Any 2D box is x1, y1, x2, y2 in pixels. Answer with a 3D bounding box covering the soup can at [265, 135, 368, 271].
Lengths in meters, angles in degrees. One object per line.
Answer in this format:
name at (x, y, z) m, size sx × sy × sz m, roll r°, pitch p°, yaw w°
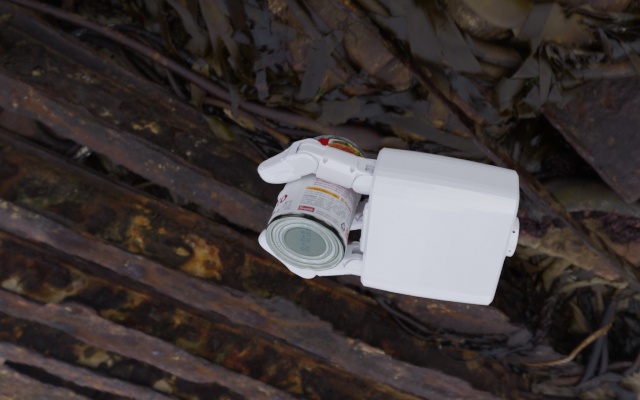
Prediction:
soup can at (-0.001, 0.001, 0.411) m, size 0.068 × 0.069 × 0.102 m, roll 0°, pitch 43°, yaw 21°
